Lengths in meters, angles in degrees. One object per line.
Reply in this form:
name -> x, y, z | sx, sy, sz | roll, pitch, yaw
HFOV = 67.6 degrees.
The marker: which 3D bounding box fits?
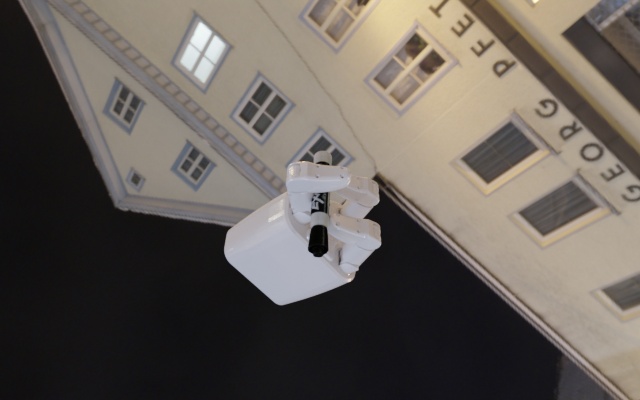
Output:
marker -> 0.000, 0.001, 0.459 | 0.020, 0.121, 0.020 | 2, -38, 1
